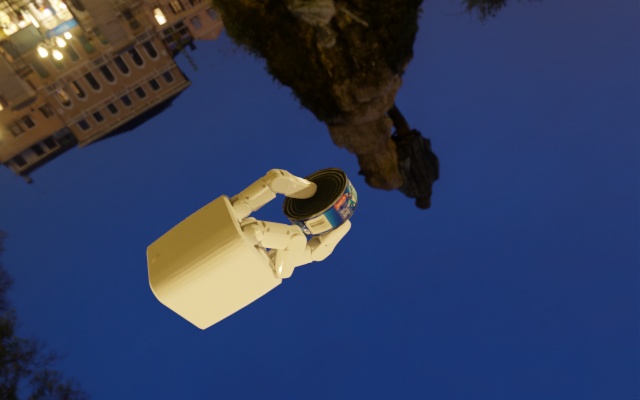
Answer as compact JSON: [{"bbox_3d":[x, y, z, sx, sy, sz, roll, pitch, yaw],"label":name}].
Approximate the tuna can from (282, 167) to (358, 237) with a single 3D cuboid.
[{"bbox_3d":[0.000,0.002,0.565,0.086,0.034,0.086,-24,33,17],"label":"tuna can"}]
